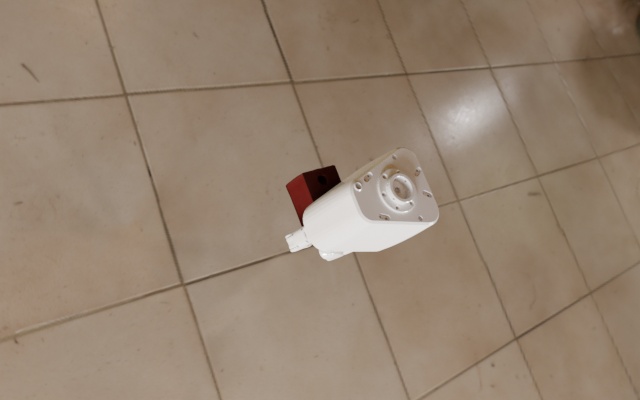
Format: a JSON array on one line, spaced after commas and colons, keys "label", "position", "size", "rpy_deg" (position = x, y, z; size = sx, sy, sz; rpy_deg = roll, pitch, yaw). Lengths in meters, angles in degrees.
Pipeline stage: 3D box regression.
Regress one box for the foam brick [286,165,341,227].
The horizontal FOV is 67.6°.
[{"label": "foam brick", "position": [0.000, 0.002, 0.608], "size": [0.053, 0.078, 0.051], "rpy_deg": [-17, -10, -32]}]
